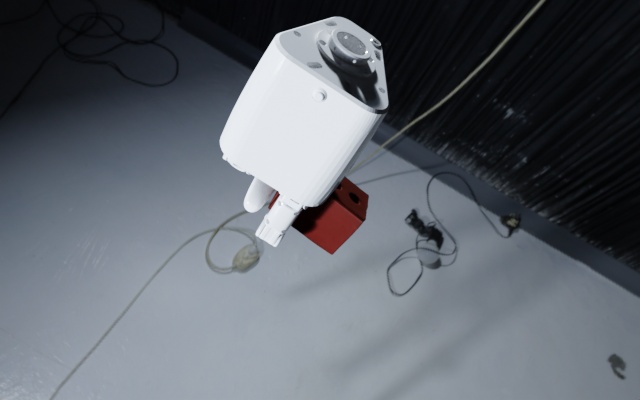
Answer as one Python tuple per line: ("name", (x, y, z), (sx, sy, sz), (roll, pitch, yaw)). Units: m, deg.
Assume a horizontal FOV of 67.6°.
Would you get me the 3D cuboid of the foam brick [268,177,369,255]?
("foam brick", (0.000, 0.002, 0.449), (0.078, 0.051, 0.053), (37, 26, -10))
